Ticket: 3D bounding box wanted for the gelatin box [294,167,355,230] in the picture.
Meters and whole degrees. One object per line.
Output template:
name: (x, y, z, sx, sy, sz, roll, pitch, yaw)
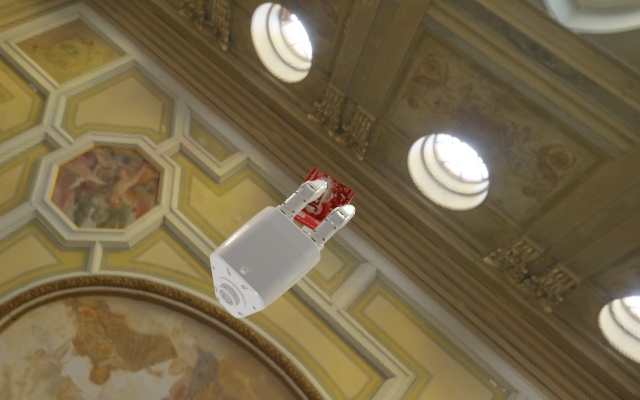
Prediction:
gelatin box: (0.000, 0.002, 0.698, 0.073, 0.089, 0.030, 31, -43, 3)
